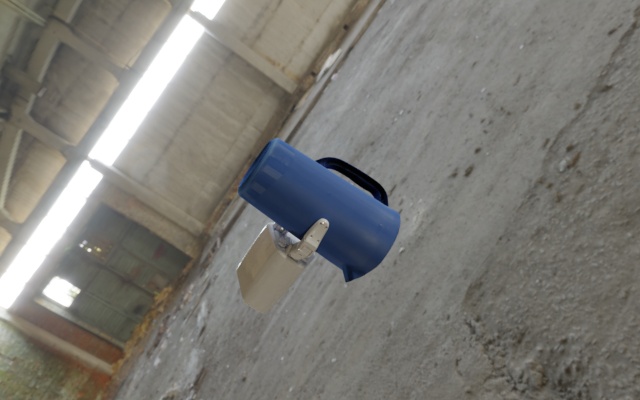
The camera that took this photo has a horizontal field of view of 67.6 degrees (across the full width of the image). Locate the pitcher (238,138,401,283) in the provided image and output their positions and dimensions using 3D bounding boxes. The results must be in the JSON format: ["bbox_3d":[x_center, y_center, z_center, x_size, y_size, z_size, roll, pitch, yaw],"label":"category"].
[{"bbox_3d":[0.000,0.003,0.765,0.243,0.145,0.149,35,13,-13],"label":"pitcher"}]
